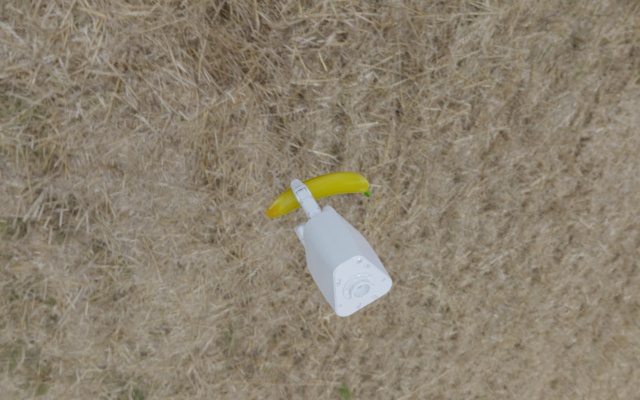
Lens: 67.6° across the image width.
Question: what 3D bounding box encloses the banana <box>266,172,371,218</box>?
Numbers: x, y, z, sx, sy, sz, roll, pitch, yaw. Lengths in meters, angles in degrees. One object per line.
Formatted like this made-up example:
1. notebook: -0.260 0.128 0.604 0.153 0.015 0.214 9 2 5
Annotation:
1. banana: 0.004 -0.013 0.799 0.198 0.070 0.037 -10 37 -20
